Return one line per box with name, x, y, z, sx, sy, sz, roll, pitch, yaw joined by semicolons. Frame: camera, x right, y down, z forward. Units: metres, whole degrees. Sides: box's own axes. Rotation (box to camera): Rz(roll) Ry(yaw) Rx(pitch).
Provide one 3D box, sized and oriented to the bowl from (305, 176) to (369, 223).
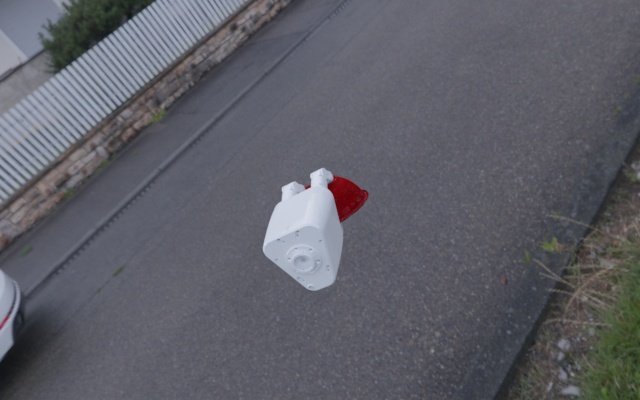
bowl;0.000;0.002;0.829;0.162;0.055;0.162;-28;13;7
